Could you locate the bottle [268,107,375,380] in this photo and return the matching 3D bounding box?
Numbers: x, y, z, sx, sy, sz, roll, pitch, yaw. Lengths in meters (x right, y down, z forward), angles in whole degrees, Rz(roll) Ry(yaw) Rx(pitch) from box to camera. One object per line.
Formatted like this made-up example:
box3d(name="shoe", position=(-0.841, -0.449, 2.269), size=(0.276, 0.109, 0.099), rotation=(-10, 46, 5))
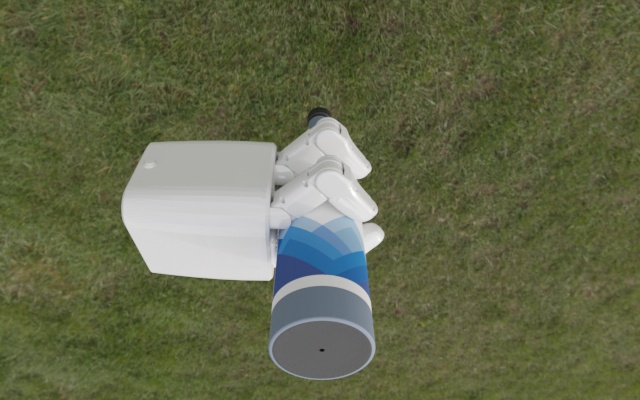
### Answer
box3d(name="bottle", position=(0.000, 0.002, 0.409), size=(0.069, 0.069, 0.295), rotation=(0, 39, 0))
